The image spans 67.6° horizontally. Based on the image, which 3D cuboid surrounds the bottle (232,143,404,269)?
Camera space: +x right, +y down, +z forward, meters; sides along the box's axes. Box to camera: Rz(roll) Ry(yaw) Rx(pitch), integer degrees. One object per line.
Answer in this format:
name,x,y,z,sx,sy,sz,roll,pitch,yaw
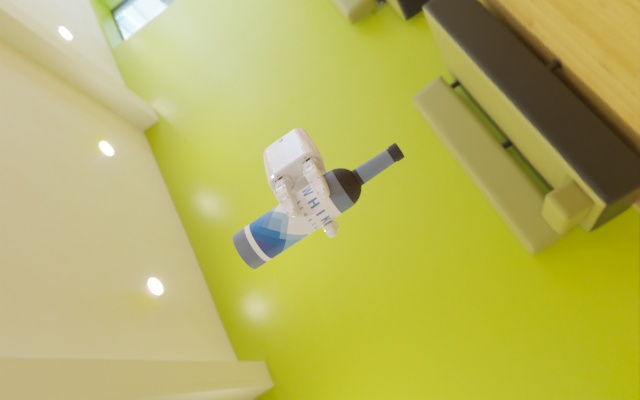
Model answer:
bottle,0.000,0.003,0.751,0.296,0.069,0.069,-33,-5,7
